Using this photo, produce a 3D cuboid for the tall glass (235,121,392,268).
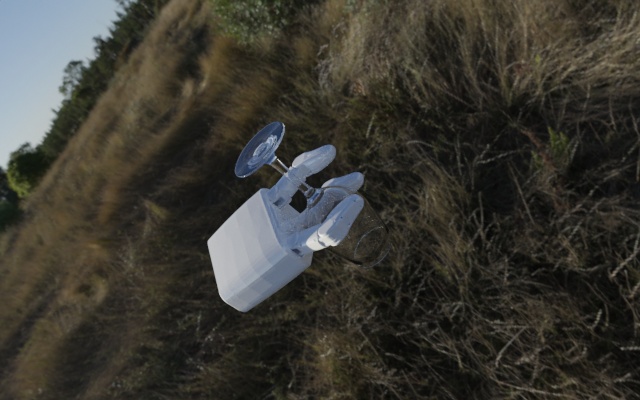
[{"bbox_3d":[0.000,0.001,0.553,0.201,0.079,0.079,40,-23,-29],"label":"tall glass"}]
